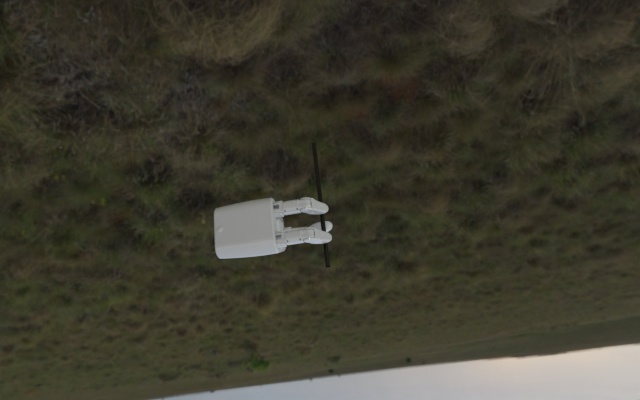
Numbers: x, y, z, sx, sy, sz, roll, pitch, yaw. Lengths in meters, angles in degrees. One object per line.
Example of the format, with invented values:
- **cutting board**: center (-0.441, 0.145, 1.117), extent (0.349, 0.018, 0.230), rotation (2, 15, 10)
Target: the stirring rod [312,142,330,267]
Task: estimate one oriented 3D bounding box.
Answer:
- **stirring rod**: center (0.000, 0.003, 0.868), extent (0.011, 0.239, 0.011), rotation (-6, -20, -2)
